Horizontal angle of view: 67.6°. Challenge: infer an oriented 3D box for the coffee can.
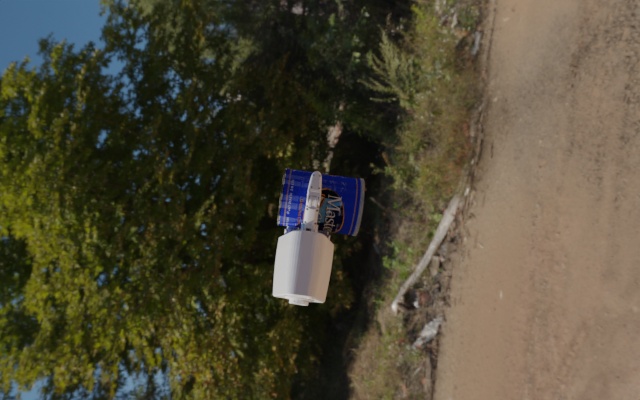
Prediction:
[{"bbox_3d":[0.000,0.003,0.843,0.140,0.103,0.103,8,0,-3],"label":"coffee can"}]
